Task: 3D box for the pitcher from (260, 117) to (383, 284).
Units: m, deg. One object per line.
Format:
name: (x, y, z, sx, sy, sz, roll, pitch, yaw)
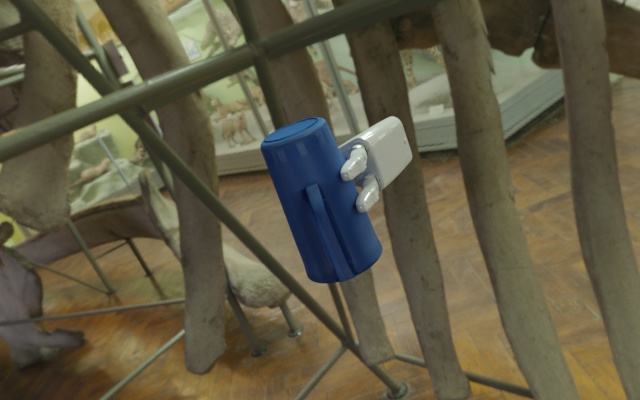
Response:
pitcher: (0.000, 0.002, 0.744, 0.149, 0.243, 0.145, 0, 29, 47)
